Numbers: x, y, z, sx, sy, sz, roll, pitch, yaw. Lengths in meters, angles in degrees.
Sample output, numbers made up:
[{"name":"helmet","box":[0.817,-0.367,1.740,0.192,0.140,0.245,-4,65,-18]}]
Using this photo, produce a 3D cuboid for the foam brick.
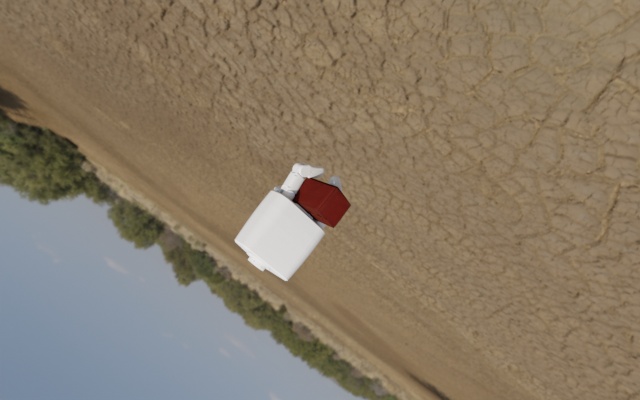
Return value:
[{"name":"foam brick","box":[0.000,0.003,0.791,0.078,0.051,0.053,21,-22,47]}]
